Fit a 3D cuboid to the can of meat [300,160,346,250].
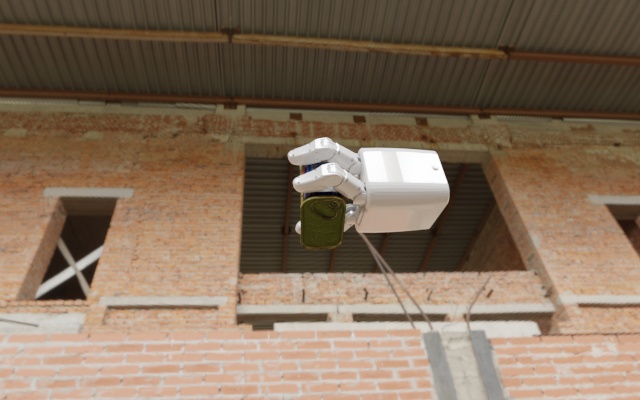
[{"bbox_3d":[0.000,0.002,0.642,0.057,0.083,0.102,-2,-43,-3],"label":"can of meat"}]
